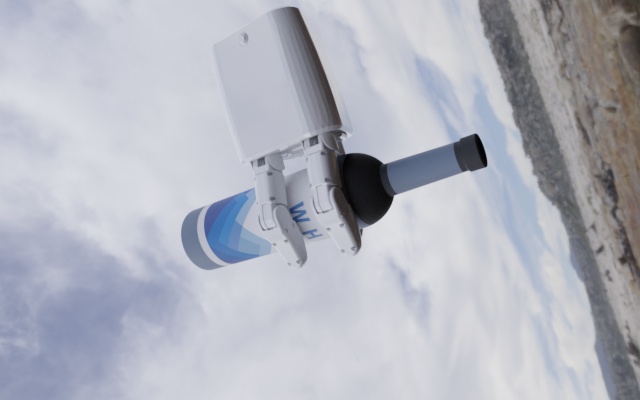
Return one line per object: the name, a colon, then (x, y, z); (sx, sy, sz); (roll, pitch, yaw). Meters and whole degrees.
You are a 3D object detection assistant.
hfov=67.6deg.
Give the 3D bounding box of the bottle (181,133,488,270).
bottle: (0.000, 0.002, 0.433); (0.296, 0.069, 0.069); (-18, -9, 29)
